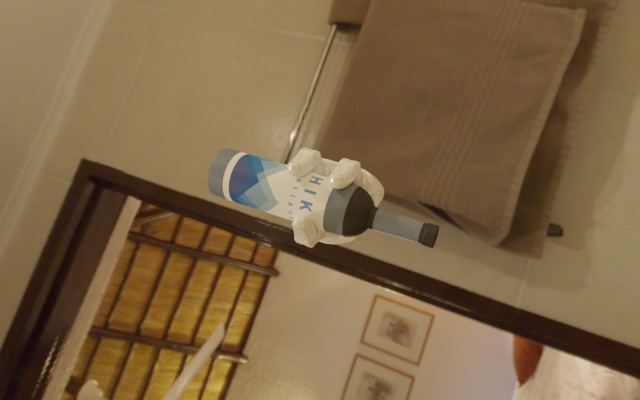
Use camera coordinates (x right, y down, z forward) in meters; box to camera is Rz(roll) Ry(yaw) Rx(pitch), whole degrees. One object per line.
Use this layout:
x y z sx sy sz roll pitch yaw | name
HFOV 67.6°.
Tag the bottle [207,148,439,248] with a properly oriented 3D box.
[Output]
0.000 0.002 0.598 0.295 0.069 0.069 17 5 19 | bottle
